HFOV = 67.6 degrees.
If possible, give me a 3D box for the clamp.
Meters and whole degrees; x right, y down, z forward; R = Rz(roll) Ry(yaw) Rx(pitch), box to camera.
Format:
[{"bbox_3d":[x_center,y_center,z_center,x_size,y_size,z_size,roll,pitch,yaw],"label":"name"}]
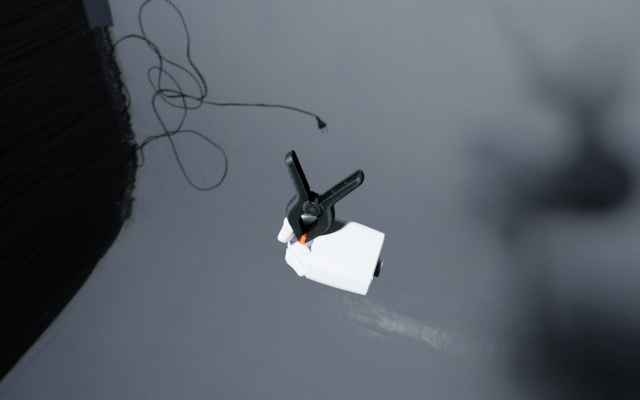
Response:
[{"bbox_3d":[0.000,0.003,0.749,0.120,0.172,0.039,13,42,7],"label":"clamp"}]
